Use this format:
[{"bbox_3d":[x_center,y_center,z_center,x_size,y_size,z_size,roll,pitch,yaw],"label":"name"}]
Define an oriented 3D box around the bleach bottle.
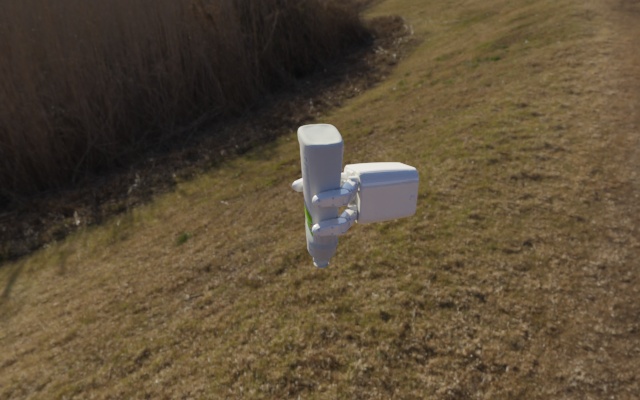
[{"bbox_3d":[0.000,0.003,0.830,0.068,0.251,0.102,-5,30,-10],"label":"bleach bottle"}]
